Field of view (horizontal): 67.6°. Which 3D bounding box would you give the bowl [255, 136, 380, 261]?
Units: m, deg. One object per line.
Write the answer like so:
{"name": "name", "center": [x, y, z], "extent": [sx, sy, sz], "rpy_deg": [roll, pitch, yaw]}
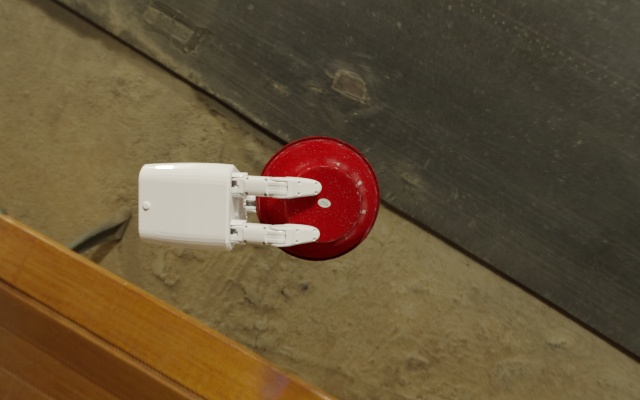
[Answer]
{"name": "bowl", "center": [0.001, 0.002, 0.588], "extent": [0.162, 0.162, 0.055], "rpy_deg": [0, 7, -6]}
